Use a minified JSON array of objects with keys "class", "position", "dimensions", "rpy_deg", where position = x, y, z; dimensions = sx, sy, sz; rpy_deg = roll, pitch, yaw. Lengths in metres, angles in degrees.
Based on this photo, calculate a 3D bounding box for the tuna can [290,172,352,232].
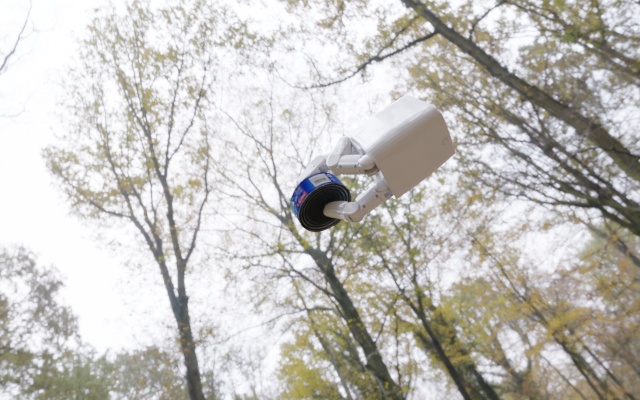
[{"class":"tuna can","position":[0.000,0.002,0.694],"dimensions":[0.086,0.086,0.033],"rpy_deg":[0,34,-34]}]
